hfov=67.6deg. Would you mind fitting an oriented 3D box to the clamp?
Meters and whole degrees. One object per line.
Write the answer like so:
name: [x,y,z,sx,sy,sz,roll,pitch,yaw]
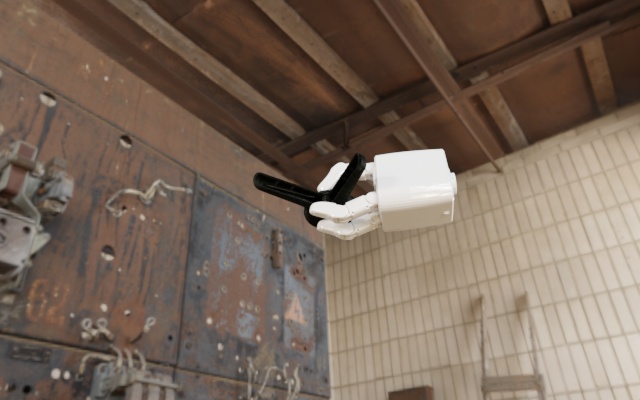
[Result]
clamp: [0.000,0.002,0.735,0.164,0.036,0.210,-5,-31,11]
